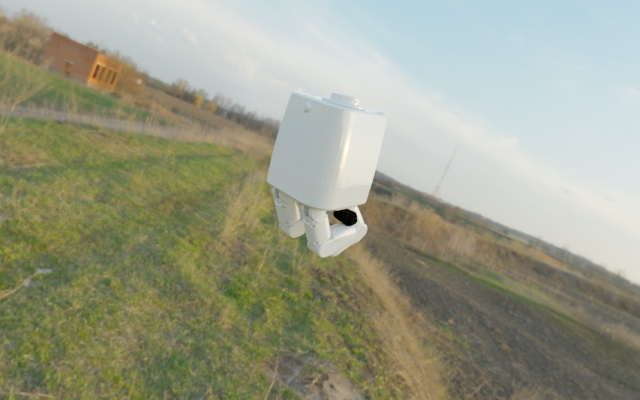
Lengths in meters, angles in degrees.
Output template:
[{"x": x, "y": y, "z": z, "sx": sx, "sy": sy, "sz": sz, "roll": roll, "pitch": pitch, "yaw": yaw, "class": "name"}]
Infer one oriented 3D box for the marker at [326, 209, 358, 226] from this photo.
[{"x": 0.000, "y": 0.002, "z": 0.575, "sx": 0.020, "sy": 0.020, "sz": 0.121, "roll": 0, "pitch": 21, "yaw": -43, "class": "marker"}]
